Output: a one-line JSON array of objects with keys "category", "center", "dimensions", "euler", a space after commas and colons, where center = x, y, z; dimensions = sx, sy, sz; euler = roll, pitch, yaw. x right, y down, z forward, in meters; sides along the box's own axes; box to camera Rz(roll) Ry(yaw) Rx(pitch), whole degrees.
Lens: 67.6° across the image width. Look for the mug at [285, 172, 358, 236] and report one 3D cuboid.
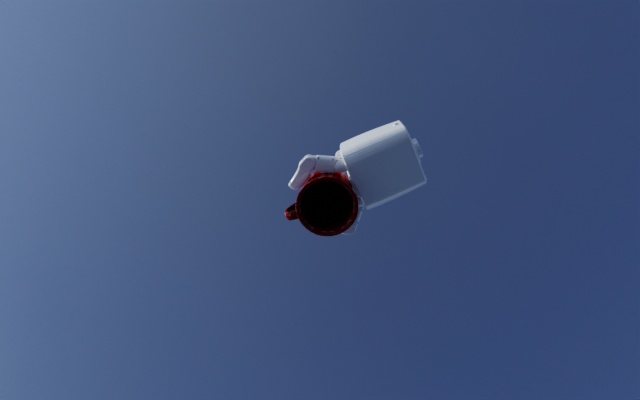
[{"category": "mug", "center": [-0.001, 0.003, 0.743], "dimensions": [0.117, 0.093, 0.081], "euler": [-22, 15, 9]}]
